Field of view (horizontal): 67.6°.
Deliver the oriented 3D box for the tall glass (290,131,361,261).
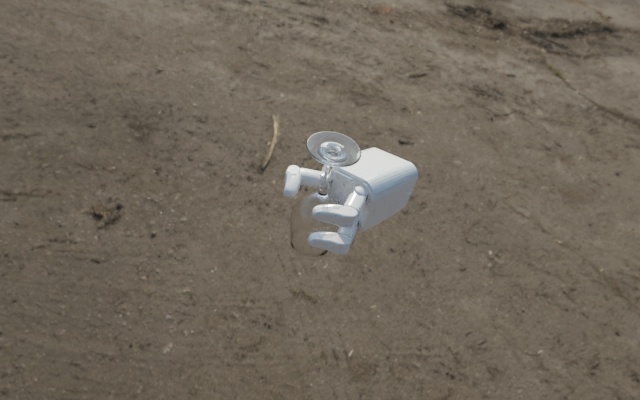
[{"bbox_3d":[0.000,0.002,0.694,0.079,0.201,0.079,8,43,-7],"label":"tall glass"}]
